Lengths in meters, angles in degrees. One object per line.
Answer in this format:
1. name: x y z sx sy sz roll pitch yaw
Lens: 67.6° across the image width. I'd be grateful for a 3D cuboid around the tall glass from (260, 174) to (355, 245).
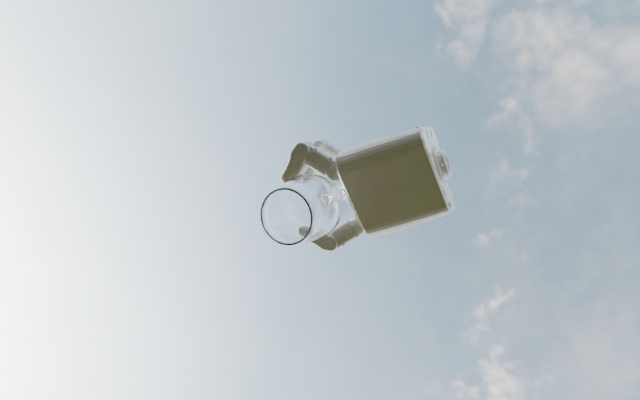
1. tall glass: 0.000 0.002 0.594 0.079 0.079 0.201 0 9 22
